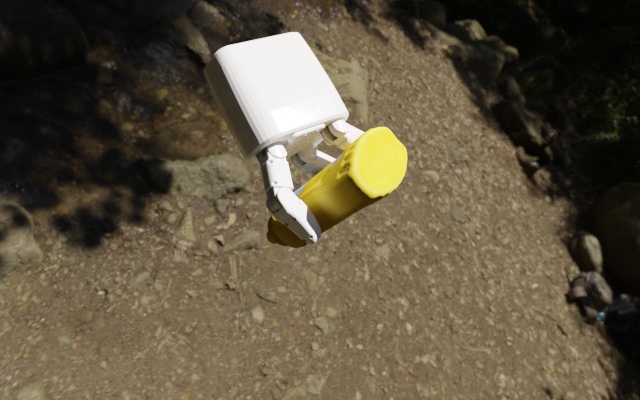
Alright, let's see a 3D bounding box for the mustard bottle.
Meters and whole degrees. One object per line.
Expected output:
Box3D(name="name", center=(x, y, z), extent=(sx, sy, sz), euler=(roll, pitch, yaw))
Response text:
Box3D(name="mustard bottle", center=(0.000, 0.002, 0.501), extent=(0.192, 0.058, 0.096), euler=(-35, 13, 42))
